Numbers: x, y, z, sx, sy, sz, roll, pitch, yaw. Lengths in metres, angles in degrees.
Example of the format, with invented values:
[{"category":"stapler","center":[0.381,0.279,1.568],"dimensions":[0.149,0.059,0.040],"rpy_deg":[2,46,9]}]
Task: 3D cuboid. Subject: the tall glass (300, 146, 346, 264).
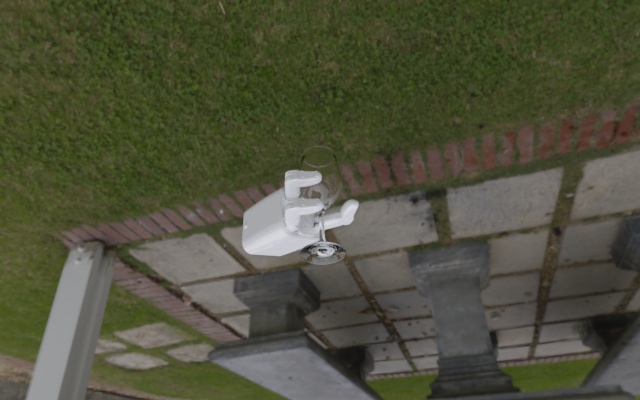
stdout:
[{"category":"tall glass","center":[0.000,0.003,0.814],"dimensions":[0.079,0.201,0.079],"rpy_deg":[-1,-33,-1]}]
